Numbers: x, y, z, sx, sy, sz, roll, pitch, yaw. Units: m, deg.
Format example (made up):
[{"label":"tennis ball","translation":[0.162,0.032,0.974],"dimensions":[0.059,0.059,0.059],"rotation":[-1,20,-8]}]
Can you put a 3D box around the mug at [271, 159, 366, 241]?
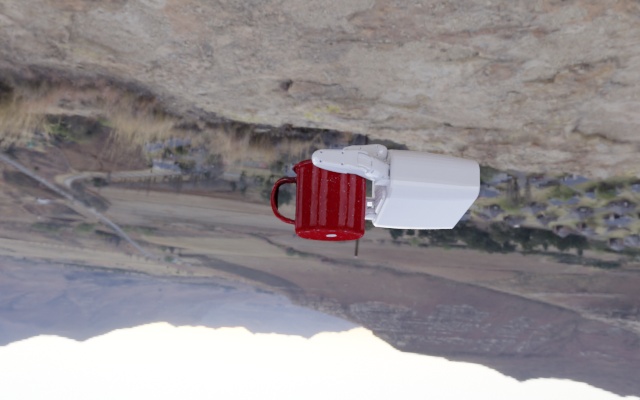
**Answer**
[{"label":"mug","translation":[-0.001,0.002,0.559],"dimensions":[0.117,0.081,0.093],"rotation":[3,-13,-5]}]
